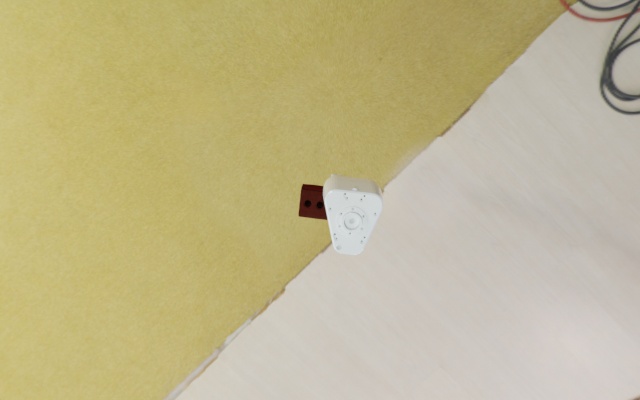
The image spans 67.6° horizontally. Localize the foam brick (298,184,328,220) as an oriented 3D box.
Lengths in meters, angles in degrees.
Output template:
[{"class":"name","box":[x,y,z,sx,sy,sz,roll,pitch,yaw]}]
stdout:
[{"class":"foam brick","box":[0.000,0.003,0.873,0.078,0.053,0.051,6,14,1]}]
